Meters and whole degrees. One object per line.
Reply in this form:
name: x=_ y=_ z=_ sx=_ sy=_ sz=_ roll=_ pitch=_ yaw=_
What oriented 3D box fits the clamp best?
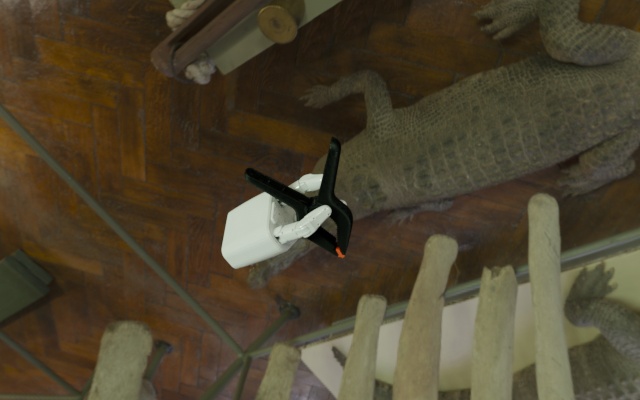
clamp: x=0.000 y=0.003 z=0.758 sx=0.164 sy=0.210 sz=0.036 roll=-24 pitch=26 yaw=26
